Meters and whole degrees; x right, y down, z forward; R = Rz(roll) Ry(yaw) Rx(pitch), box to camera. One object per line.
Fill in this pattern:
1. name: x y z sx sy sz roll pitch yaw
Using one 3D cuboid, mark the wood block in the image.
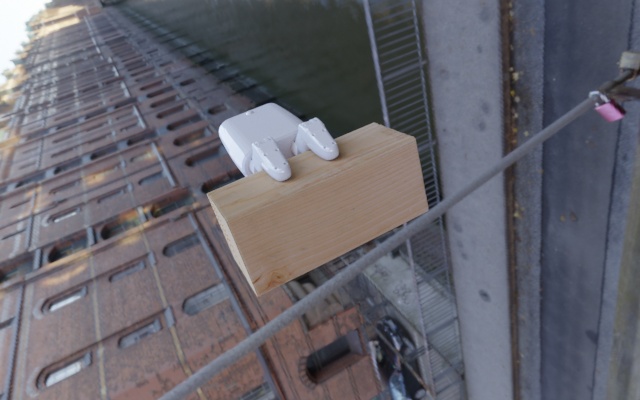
1. wood block: 0.000 0.002 0.509 0.206 0.091 0.090 -25 28 -16
